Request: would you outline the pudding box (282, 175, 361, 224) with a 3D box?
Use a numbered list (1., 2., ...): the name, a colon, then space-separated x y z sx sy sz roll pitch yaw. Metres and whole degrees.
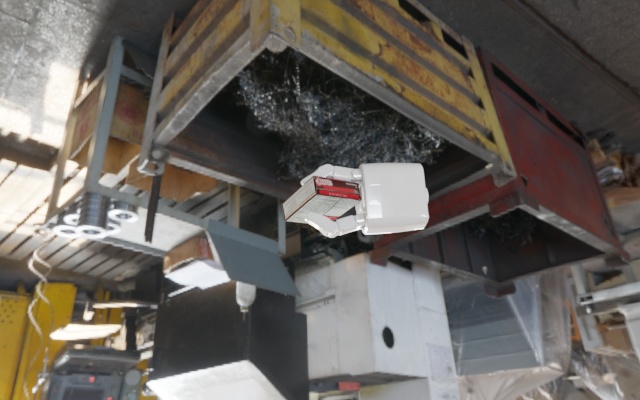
1. pudding box: 0.000 0.003 0.802 0.090 0.039 0.113 9 -31 -31
